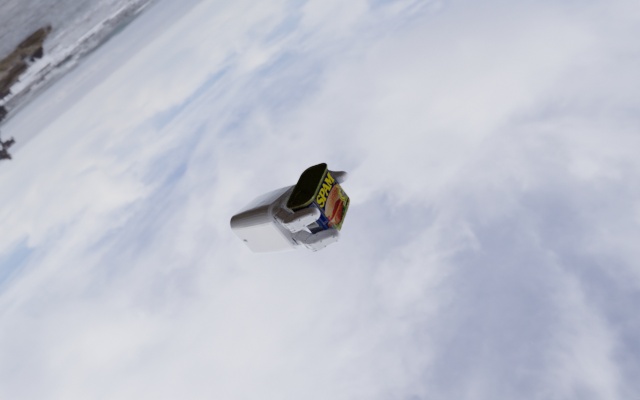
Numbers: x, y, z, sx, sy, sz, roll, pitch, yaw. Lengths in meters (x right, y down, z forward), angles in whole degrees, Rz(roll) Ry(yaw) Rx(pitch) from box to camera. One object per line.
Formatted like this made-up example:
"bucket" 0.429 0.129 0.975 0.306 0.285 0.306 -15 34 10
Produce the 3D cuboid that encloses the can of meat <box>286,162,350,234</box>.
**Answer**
"can of meat" 0.000 0.003 0.794 0.057 0.102 0.084 -15 -54 36
